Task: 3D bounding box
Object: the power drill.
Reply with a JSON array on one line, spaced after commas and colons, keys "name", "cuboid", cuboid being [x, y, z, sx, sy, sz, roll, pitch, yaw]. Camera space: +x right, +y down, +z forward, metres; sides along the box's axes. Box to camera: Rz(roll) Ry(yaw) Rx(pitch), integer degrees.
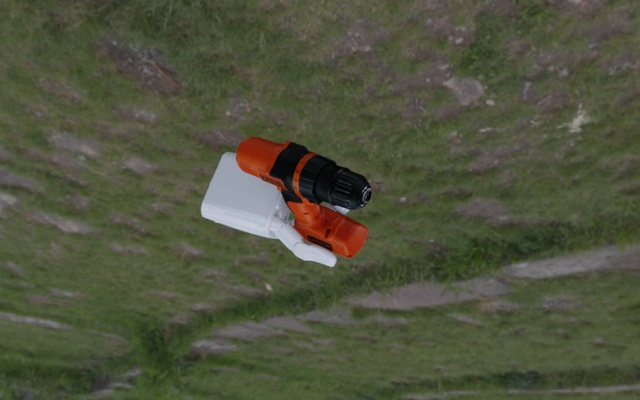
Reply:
[{"name": "power drill", "cuboid": [0.000, 0.002, 0.599, 0.184, 0.057, 0.188, 23, -21, 32]}]
